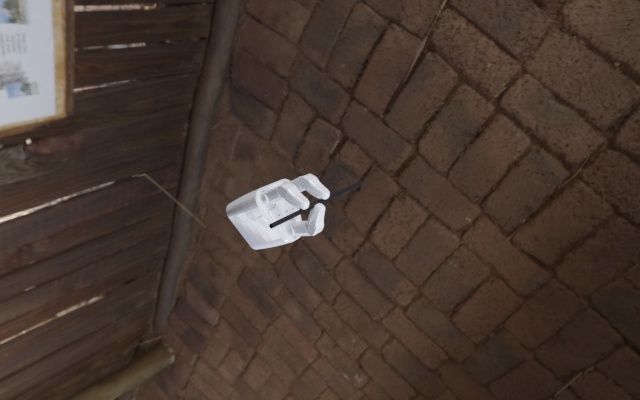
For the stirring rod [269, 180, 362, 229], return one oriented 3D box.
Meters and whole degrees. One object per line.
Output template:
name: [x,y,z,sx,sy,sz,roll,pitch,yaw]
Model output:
stirring rod: [0.000,0.003,0.812,0.011,0.011,0.239,0,18,41]
